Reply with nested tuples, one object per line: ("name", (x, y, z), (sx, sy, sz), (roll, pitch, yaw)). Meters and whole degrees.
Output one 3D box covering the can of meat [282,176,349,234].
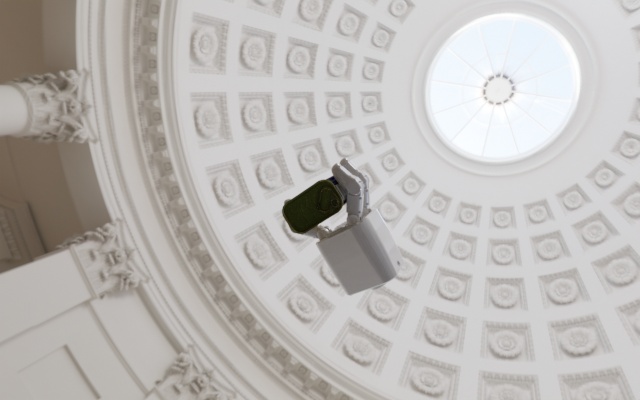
("can of meat", (0.000, 0.002, 0.777), (0.102, 0.057, 0.084), (-33, -1, 23))
